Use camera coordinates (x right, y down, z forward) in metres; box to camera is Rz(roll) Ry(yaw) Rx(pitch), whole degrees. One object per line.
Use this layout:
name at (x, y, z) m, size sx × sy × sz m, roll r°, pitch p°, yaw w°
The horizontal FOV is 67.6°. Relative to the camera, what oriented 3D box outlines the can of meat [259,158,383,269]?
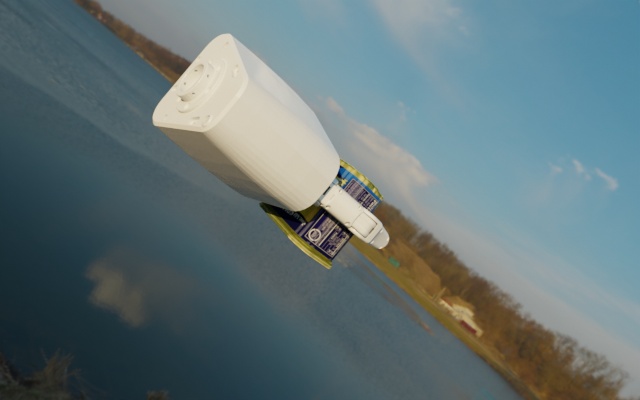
can of meat at (0.000, 0.001, 0.455) m, size 0.057 × 0.084 × 0.102 m, roll 40°, pitch 0°, yaw -37°
